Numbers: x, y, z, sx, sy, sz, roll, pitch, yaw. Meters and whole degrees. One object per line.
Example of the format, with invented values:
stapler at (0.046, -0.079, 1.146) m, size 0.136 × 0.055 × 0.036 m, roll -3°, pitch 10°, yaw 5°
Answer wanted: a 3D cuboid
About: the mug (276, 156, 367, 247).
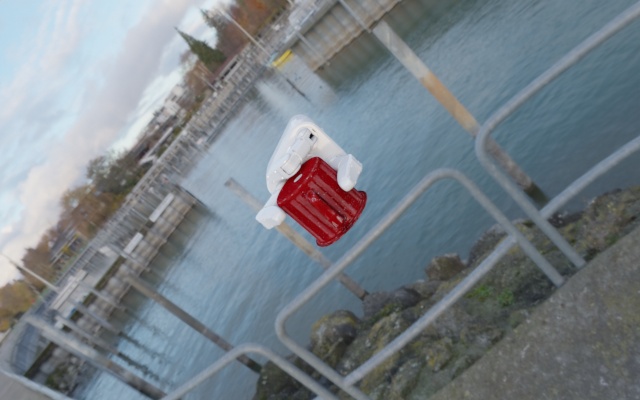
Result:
mug at (0.000, 0.002, 0.596) m, size 0.081 × 0.093 × 0.117 m, roll 41°, pitch 7°, yaw -17°
